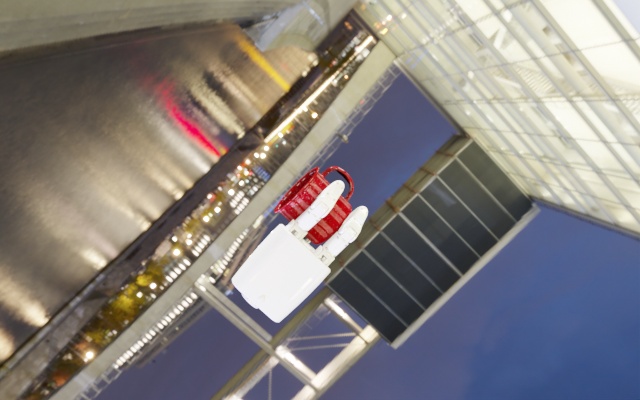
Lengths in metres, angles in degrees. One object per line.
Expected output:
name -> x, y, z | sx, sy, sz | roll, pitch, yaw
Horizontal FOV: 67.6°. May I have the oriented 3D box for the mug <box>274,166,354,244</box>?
mug -> 0.001, 0.001, 0.712 | 0.081, 0.117, 0.093 | 45, -3, -11
